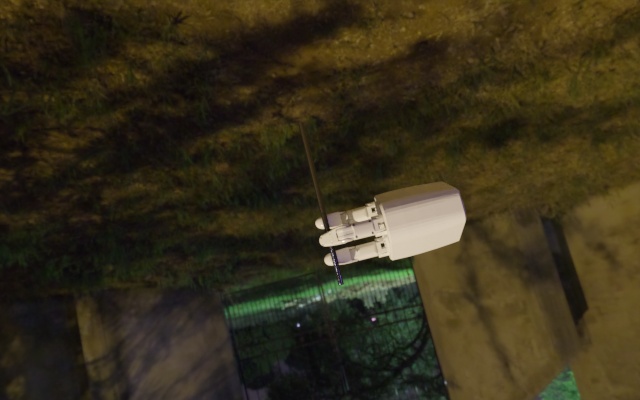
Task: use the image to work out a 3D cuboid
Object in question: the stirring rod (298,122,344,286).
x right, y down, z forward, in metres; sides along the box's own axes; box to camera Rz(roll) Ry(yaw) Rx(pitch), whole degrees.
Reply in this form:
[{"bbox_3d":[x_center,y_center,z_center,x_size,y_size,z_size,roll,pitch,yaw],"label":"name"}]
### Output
[{"bbox_3d":[0.000,0.002,0.683,0.011,0.239,0.011,-14,-8,-2],"label":"stirring rod"}]
